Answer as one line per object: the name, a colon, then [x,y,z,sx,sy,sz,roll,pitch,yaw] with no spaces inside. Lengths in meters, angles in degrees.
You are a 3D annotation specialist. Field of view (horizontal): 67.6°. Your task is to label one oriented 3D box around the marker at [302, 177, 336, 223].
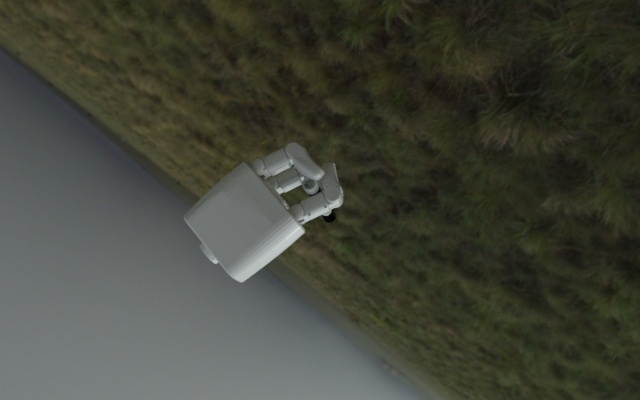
marker: [0.000,0.002,0.638,0.020,0.020,0.121,0,-23,15]
